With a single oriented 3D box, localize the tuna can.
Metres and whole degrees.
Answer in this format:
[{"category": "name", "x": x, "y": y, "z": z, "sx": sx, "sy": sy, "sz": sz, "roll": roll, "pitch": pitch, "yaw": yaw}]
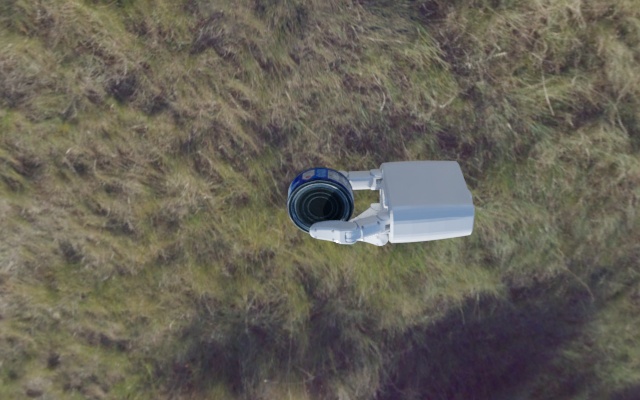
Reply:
[{"category": "tuna can", "x": 0.000, "y": 0.002, "z": 0.612, "sx": 0.086, "sy": 0.086, "sz": 0.033, "roll": 0, "pitch": 32, "yaw": 2}]
